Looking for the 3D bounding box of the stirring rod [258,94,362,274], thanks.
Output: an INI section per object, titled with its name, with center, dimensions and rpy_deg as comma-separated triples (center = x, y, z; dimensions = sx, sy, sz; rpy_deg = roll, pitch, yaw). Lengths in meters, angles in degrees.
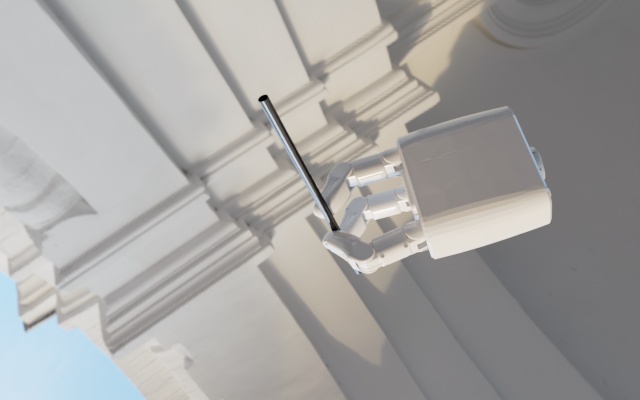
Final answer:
[stirring rod]
center = 0.000, 0.001, 0.424
dimensions = 0.011, 0.011, 0.240
rpy_deg = 0, -38, 25
